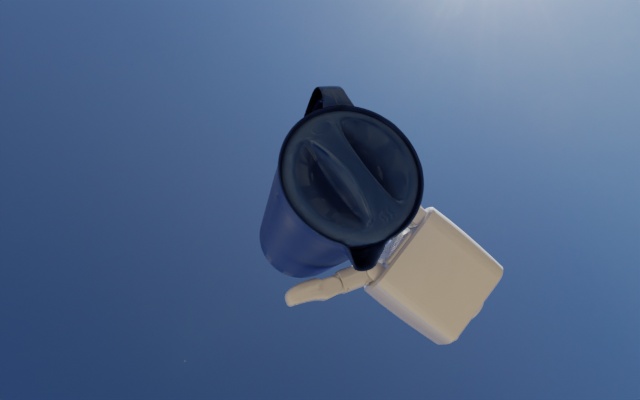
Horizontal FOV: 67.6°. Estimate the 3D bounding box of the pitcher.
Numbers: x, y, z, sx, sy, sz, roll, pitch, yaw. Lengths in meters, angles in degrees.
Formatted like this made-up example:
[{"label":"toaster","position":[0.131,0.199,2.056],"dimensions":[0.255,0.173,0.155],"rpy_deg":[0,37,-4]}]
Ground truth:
[{"label":"pitcher","position":[0.000,0.002,0.522],"dimensions":[0.145,0.149,0.243],"rpy_deg":[36,-24,-1]}]
